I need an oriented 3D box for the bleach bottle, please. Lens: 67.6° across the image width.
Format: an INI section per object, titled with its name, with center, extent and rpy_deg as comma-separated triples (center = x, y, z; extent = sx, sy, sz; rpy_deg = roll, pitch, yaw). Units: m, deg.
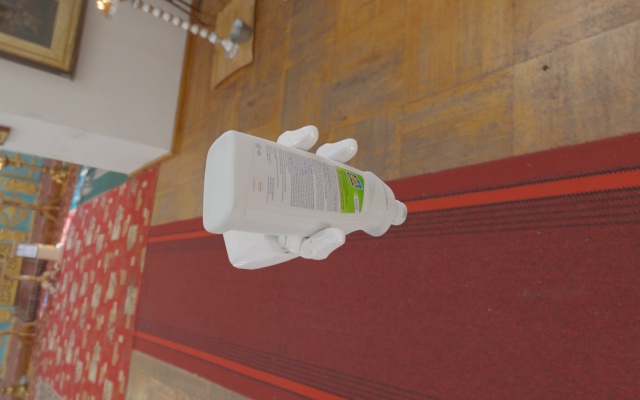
[bleach bottle]
center = 0.000, 0.002, 0.531
extent = 0.251, 0.102, 0.068
rpy_deg = 13, -25, -35
